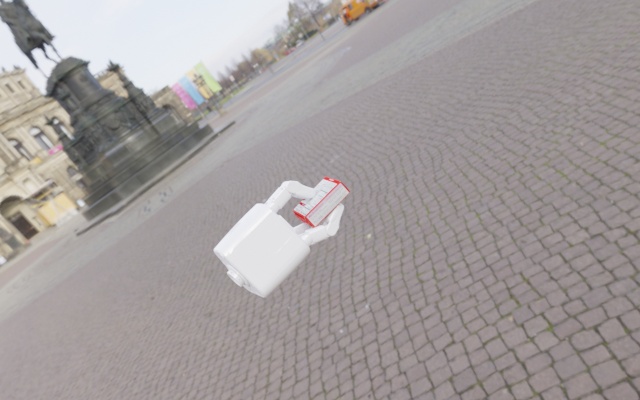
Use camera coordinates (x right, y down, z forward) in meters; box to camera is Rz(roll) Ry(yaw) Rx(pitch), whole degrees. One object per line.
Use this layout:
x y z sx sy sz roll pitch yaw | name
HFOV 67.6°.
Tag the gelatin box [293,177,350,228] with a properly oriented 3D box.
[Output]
0.000 0.002 0.815 0.030 0.089 0.073 47 -8 -19 | gelatin box
